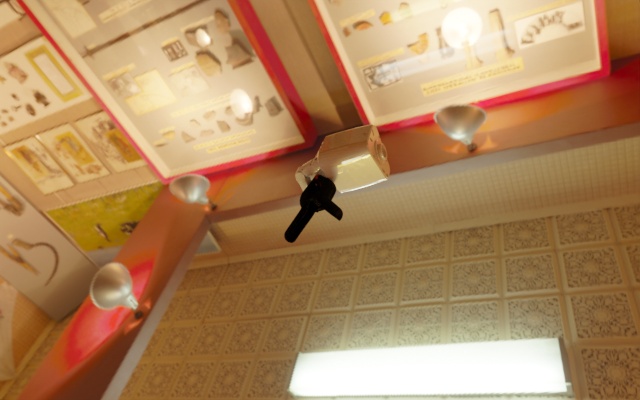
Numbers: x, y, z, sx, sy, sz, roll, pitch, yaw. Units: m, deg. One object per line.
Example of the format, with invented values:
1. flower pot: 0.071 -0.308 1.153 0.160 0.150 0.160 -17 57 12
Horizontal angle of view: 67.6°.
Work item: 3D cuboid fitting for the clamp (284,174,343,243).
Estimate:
1. clamp: 0.000 0.003 0.900 0.120 0.039 0.171 -16 36 27
